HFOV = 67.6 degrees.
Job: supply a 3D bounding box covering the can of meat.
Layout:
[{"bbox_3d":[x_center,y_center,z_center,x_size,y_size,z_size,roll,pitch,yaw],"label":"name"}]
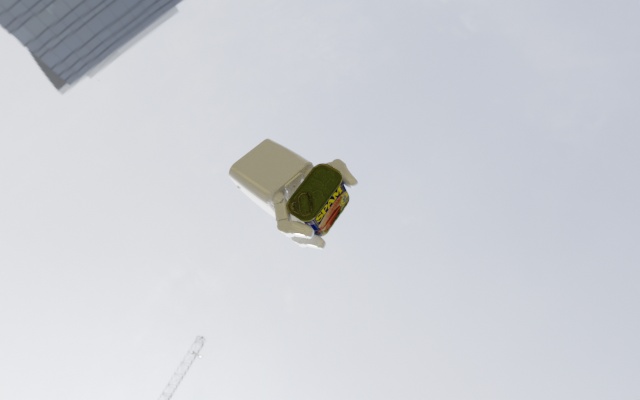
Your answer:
[{"bbox_3d":[0.000,0.003,0.796,0.057,0.102,0.084,31,-13,26],"label":"can of meat"}]
